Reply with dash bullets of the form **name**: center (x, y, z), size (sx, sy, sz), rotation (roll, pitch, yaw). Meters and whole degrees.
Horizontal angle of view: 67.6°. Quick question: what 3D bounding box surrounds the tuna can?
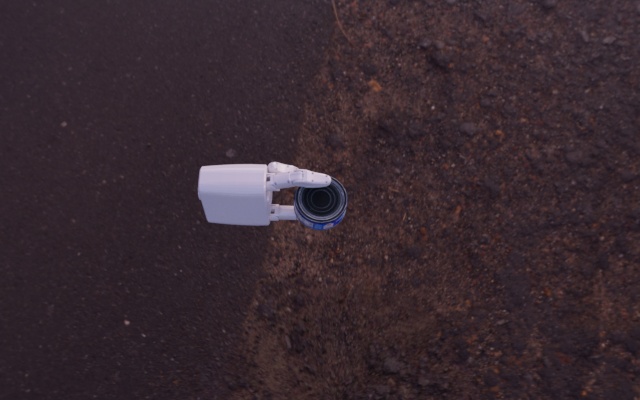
- **tuna can**: center (0.000, 0.002, 0.762), size (0.086, 0.086, 0.034), rotation (0, -23, -4)
